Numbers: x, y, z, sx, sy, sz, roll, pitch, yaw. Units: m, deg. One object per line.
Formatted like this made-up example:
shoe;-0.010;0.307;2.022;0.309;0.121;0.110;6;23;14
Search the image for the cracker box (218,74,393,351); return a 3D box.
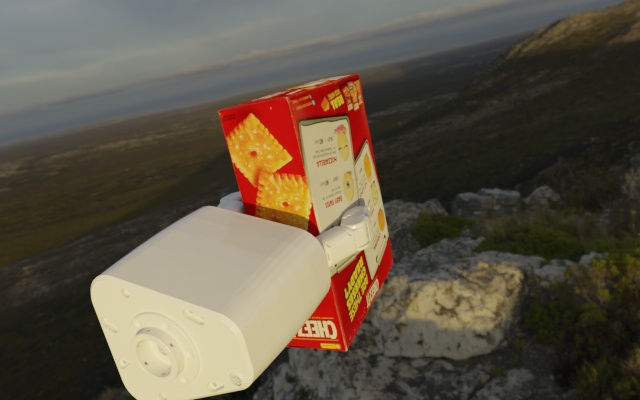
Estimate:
cracker box;0.000;0.001;0.447;0.072;0.214;0.164;-4;18;25
